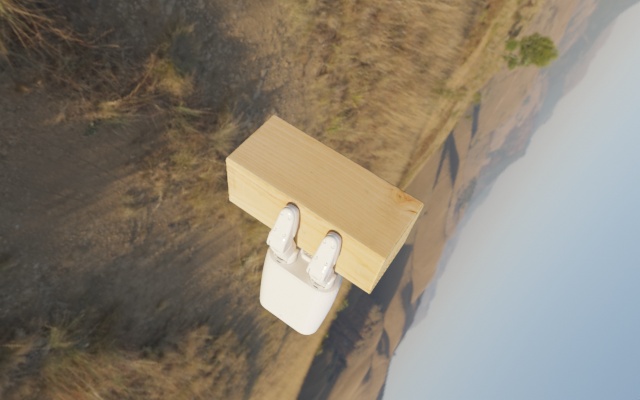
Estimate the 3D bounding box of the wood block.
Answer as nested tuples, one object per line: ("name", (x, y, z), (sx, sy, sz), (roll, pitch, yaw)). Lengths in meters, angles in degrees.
("wood block", (0.000, 0.002, 0.557), (0.206, 0.090, 0.090), (32, -32, 14))
